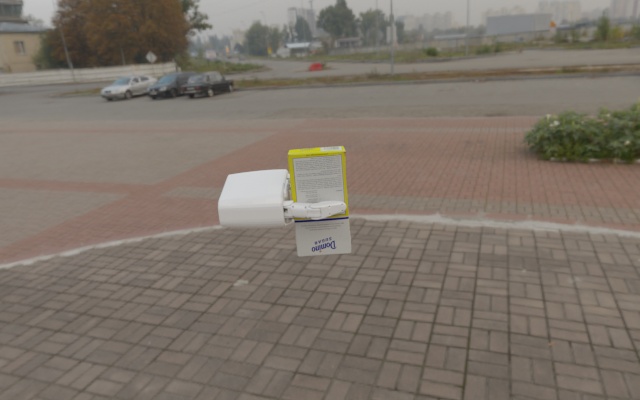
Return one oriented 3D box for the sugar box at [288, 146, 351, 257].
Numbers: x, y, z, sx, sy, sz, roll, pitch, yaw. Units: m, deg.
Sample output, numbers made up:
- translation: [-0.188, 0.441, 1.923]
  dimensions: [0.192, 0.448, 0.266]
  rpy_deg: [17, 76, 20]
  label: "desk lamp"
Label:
- translation: [0.000, 0.002, 0.793]
  dimensions: [0.093, 0.176, 0.048]
  rpy_deg: [-3, 18, 2]
  label: "sugar box"
